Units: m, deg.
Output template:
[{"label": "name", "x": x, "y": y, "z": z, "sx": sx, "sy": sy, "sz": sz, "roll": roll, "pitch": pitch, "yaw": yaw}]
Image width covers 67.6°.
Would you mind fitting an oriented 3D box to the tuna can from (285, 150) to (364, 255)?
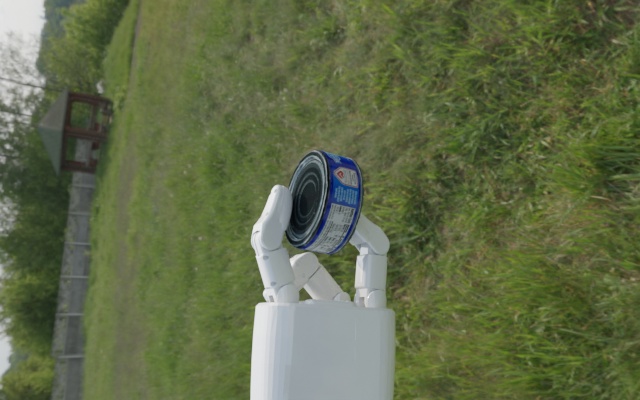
[{"label": "tuna can", "x": 0.000, "y": 0.001, "z": 0.405, "sx": 0.034, "sy": 0.086, "sz": 0.086, "roll": 13, "pitch": -6, "yaw": -25}]
